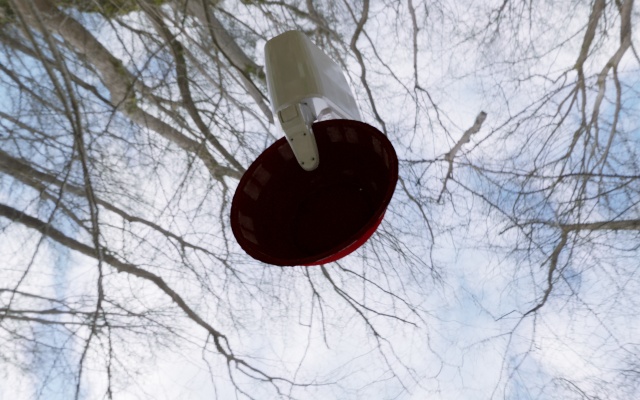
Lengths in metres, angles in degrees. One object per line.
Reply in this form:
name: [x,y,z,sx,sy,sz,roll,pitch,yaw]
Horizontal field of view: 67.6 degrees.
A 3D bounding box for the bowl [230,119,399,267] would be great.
bowl: [0.000,0.003,0.439,0.162,0.162,0.055,0,-36,28]
